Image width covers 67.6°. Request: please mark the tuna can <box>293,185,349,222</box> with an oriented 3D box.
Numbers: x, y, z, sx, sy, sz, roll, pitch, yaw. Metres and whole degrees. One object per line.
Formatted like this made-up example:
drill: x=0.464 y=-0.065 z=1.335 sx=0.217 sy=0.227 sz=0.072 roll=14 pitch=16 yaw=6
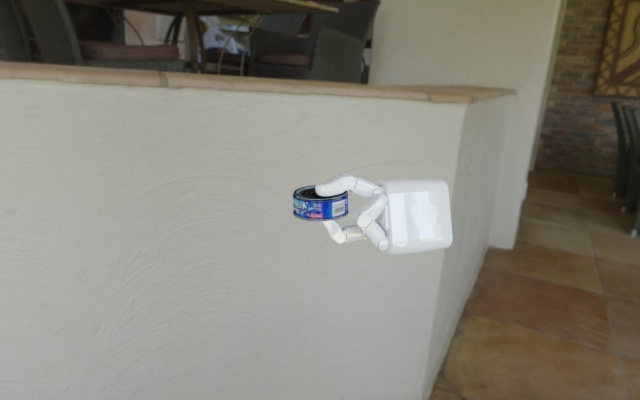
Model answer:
tuna can: x=0.000 y=0.002 z=0.728 sx=0.086 sy=0.034 sz=0.086 roll=-1 pitch=17 yaw=0
